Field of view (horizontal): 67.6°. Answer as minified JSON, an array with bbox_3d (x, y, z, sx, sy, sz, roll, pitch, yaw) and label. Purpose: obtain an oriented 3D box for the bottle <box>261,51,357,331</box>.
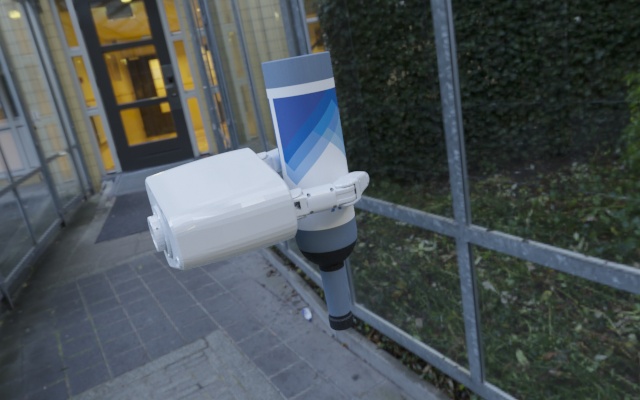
[{"bbox_3d":[0.000,0.001,0.500,0.069,0.296,0.069,-9,17,3],"label":"bottle"}]
